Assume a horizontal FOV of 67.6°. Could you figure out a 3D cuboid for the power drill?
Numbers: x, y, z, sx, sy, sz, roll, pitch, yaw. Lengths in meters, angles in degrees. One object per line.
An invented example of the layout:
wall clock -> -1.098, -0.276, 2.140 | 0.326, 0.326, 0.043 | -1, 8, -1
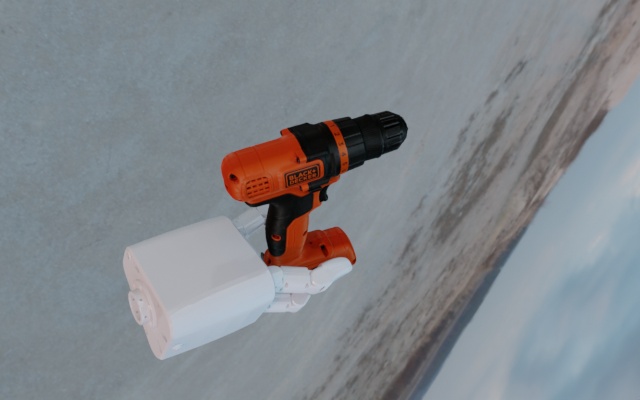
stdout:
power drill -> 0.000, 0.002, 0.495 | 0.184, 0.188, 0.057 | -17, 46, -14
